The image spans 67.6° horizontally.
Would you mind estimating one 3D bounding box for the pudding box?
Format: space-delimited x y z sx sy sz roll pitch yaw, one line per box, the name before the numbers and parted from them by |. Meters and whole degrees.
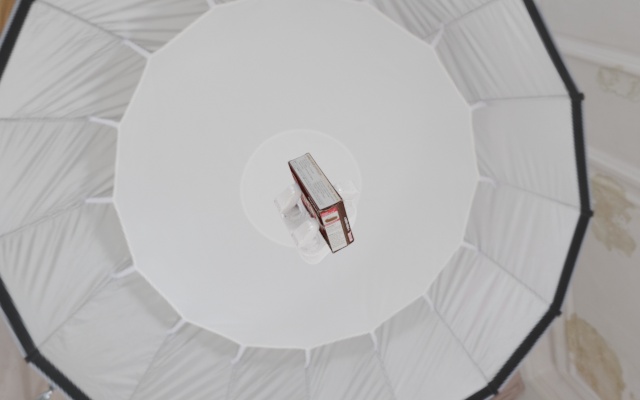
pudding box | 0.000 0.002 0.650 0.039 0.090 0.113 -28 47 -8
